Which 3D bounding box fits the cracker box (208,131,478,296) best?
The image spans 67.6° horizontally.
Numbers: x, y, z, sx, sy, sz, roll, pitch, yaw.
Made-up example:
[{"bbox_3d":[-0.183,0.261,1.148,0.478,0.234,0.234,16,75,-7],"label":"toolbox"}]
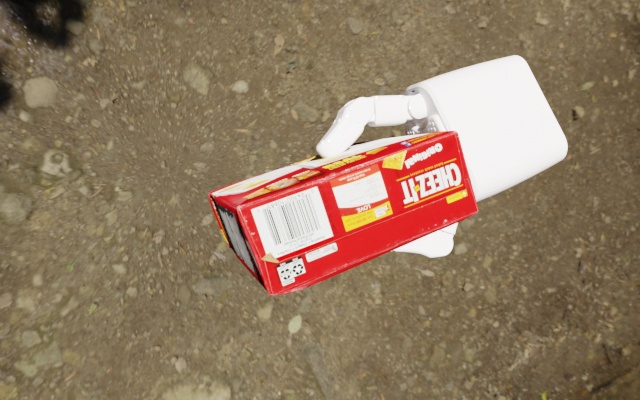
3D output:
[{"bbox_3d":[0.000,0.001,0.413,0.164,0.072,0.213,-20,9,-16],"label":"cracker box"}]
